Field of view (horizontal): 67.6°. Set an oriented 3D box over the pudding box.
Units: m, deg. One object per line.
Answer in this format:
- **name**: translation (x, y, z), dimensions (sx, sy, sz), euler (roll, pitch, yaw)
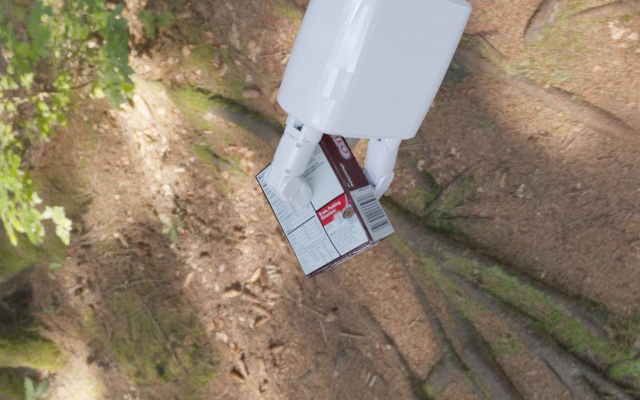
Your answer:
- **pudding box**: translation (0.000, 0.001, 0.428), dimensions (0.039, 0.113, 0.090), euler (-16, -14, -48)
